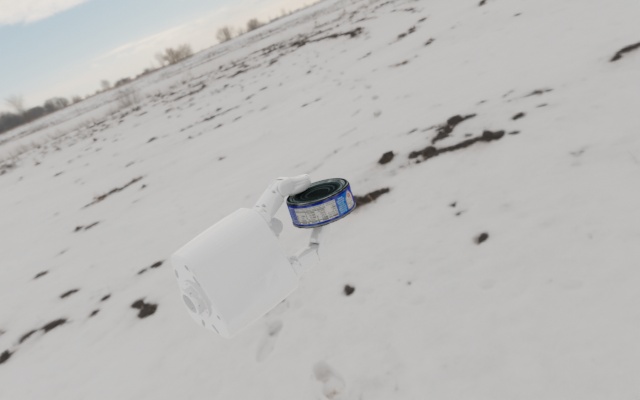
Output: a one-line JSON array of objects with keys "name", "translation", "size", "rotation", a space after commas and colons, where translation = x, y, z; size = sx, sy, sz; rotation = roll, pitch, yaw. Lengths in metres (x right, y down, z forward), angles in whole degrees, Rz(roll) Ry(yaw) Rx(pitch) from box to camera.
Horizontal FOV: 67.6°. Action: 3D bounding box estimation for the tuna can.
[{"name": "tuna can", "translation": [0.000, 0.001, 0.610], "size": [0.086, 0.034, 0.086], "rotation": [-16, 18, 5]}]
